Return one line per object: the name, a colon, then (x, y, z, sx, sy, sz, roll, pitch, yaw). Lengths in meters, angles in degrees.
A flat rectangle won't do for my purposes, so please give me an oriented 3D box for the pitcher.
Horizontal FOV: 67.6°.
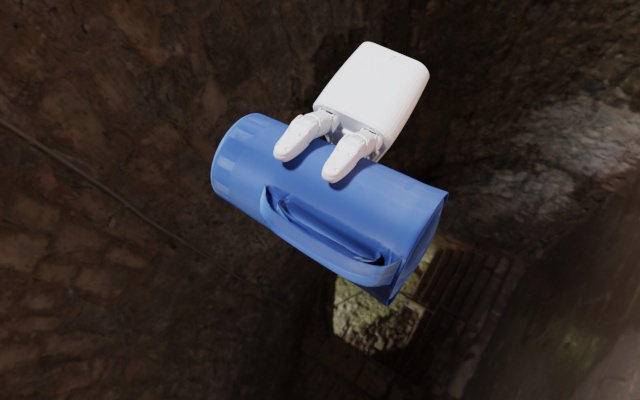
pitcher: (0.000, 0.002, 0.514, 0.243, 0.145, 0.149, 28, -19, 16)
